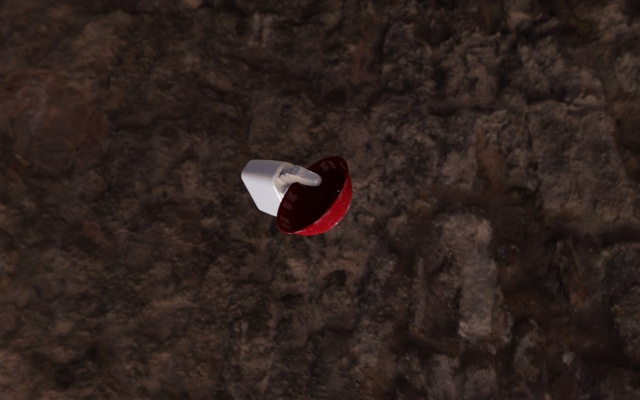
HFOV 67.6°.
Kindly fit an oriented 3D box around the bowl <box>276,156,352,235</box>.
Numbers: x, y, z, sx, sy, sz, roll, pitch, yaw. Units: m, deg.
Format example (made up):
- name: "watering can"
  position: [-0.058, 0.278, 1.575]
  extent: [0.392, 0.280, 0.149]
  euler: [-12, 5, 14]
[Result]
- name: "bowl"
  position: [0.001, 0.003, 0.818]
  extent: [0.055, 0.162, 0.162]
  euler: [42, -23, -29]
